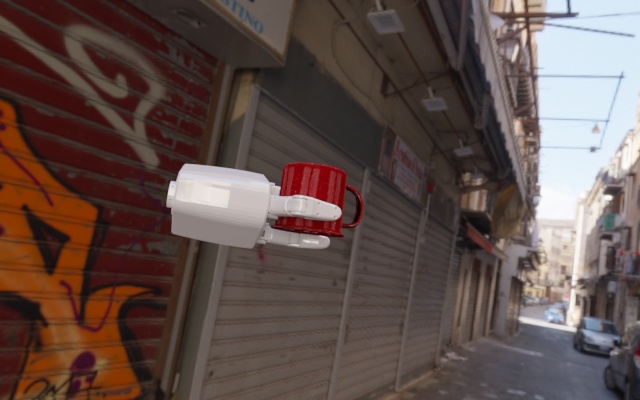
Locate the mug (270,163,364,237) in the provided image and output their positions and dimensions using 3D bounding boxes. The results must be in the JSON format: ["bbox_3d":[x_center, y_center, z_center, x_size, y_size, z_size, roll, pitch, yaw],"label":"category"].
[{"bbox_3d":[0.002,0.002,0.601,0.117,0.081,0.093,9,-7,-15],"label":"mug"}]
